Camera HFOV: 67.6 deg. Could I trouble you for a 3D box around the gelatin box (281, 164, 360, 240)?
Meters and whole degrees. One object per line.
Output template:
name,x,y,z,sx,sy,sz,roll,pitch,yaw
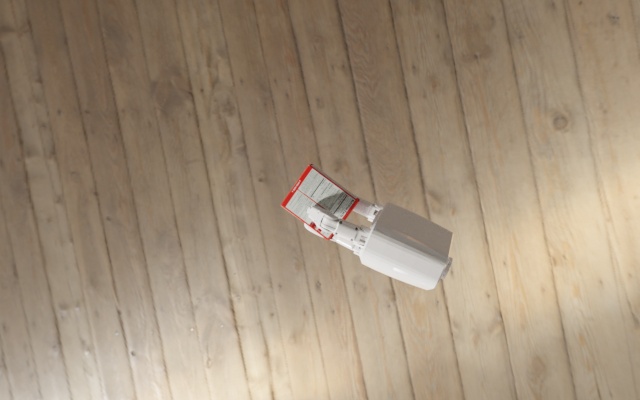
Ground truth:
gelatin box,0.000,0.002,0.686,0.089,0.073,0.030,36,11,4
